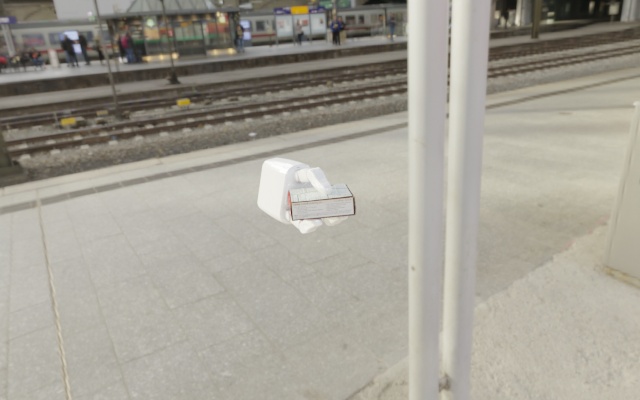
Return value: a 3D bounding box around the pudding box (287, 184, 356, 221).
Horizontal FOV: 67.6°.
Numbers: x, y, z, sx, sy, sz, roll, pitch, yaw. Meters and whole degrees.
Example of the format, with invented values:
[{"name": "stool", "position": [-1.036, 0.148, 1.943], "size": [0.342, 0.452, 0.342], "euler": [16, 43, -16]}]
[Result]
[{"name": "pudding box", "position": [0.000, 0.003, 0.845], "size": [0.113, 0.039, 0.090], "euler": [-7, 17, -4]}]
